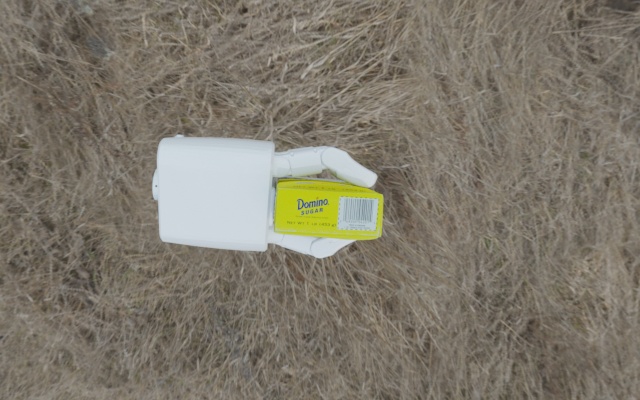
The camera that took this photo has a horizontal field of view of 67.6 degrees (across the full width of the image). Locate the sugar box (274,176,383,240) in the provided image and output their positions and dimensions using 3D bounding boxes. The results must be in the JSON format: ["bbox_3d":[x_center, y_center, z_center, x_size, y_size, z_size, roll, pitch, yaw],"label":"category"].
[{"bbox_3d":[0.000,0.001,0.486,0.093,0.048,0.176,4,8,-6],"label":"sugar box"}]
